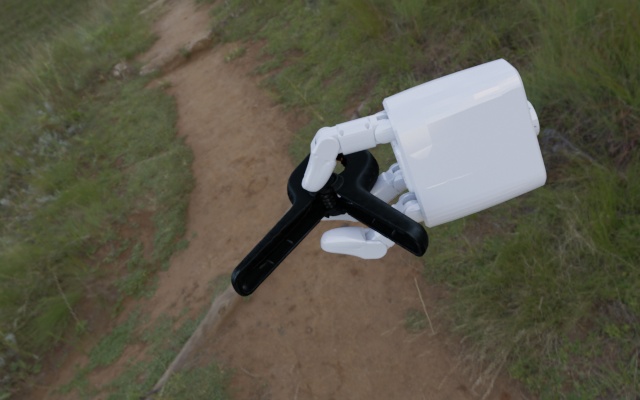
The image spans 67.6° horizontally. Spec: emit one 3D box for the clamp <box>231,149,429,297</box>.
[{"bbox_3d":[0.000,0.000,0.449,0.164,0.036,0.209,-18,33,9],"label":"clamp"}]
